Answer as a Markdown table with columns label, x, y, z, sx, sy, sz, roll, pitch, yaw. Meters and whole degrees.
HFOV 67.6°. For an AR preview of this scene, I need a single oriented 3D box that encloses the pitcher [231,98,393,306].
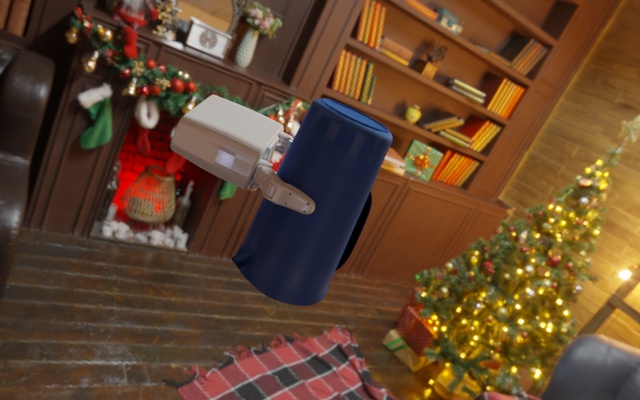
| label | x | y | z | sx | sy | sz | roll | pitch | yaw |
| --- | --- | --- | --- | --- | --- | --- | --- | --- | --- |
| pitcher | 0.000 | 0.002 | 0.616 | 0.145 | 0.243 | 0.149 | 26 | 18 | 0 |
